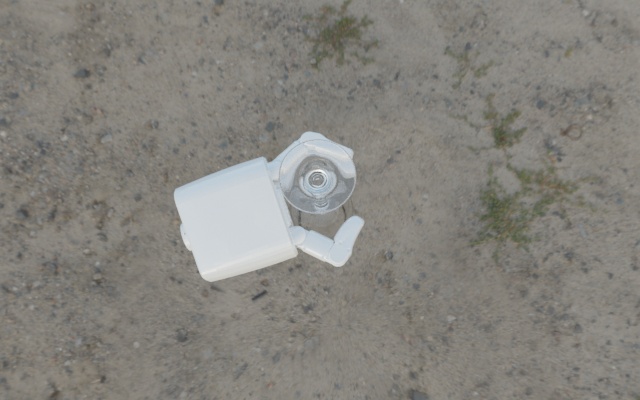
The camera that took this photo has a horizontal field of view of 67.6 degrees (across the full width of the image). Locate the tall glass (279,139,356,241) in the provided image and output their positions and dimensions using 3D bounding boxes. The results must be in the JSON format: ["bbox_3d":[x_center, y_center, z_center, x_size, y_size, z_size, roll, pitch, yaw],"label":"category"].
[{"bbox_3d":[0.000,0.002,0.550,0.079,0.079,0.201,0,-15,2],"label":"tall glass"}]
